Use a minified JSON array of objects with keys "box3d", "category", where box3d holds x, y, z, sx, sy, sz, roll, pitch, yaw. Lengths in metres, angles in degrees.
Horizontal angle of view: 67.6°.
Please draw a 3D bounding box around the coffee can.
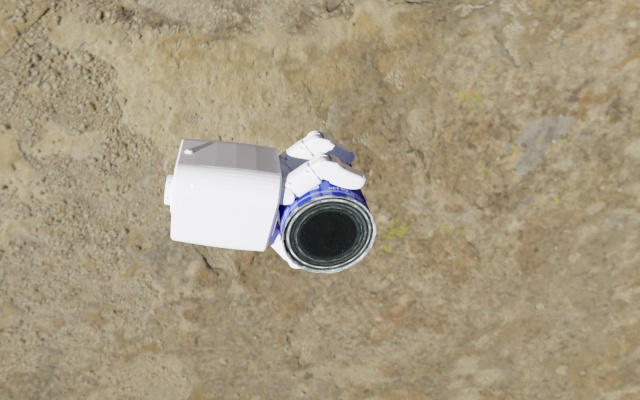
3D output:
[{"box3d":[0.000,0.002,0.566,0.103,0.103,0.140,0,32,-9],"category":"coffee can"}]
